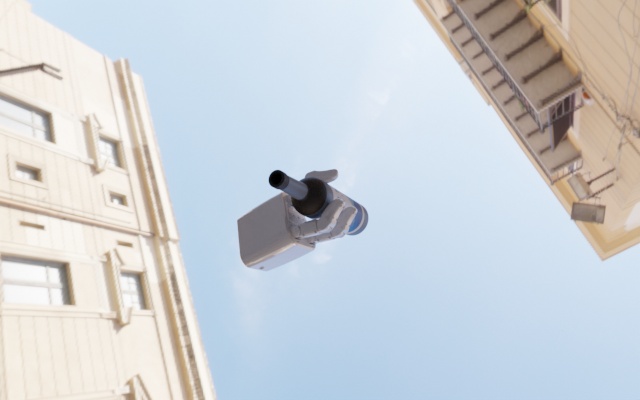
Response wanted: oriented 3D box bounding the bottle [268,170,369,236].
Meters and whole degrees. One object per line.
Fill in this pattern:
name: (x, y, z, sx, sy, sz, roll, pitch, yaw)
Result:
bottle: (0.000, 0.003, 0.820, 0.069, 0.069, 0.296, 0, -14, 27)
